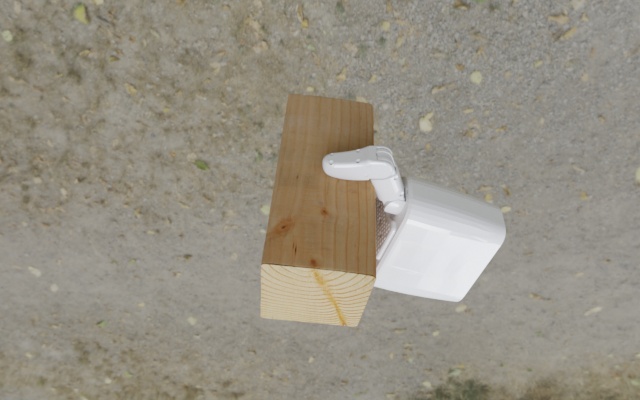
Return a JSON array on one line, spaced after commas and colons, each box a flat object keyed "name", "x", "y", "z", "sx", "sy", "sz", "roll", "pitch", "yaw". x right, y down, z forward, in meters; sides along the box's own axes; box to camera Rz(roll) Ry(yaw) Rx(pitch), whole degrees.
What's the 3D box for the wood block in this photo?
[{"name": "wood block", "x": 0.000, "y": 0.001, "z": 0.456, "sx": 0.090, "sy": 0.206, "sz": 0.091, "roll": 7, "pitch": -40, "yaw": -3}]
